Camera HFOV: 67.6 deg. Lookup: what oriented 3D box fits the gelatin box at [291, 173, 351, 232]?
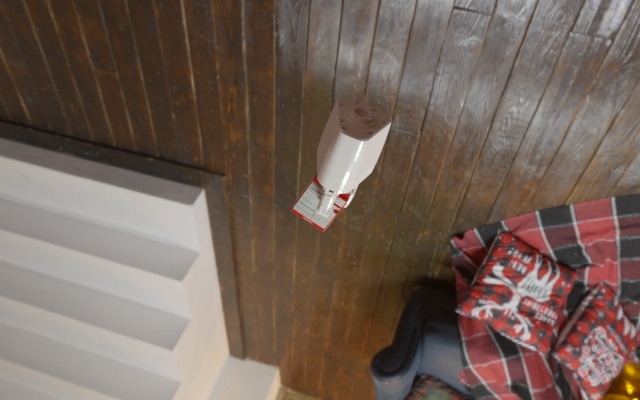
[{"bbox_3d":[0.000,0.003,0.854,0.073,0.089,0.030,33,36,-6],"label":"gelatin box"}]
